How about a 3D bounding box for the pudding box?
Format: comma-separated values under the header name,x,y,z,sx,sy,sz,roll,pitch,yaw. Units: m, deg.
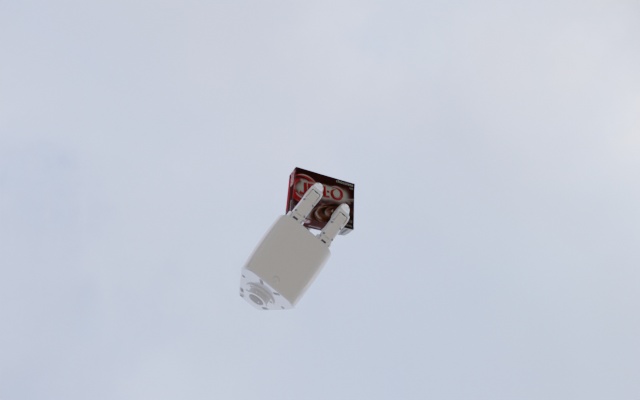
name,x,y,z,sx,sy,sz,roll,pitch,yaw
pudding box,0.000,0.003,0.792,0.113,0.090,0.039,16,-31,-21
